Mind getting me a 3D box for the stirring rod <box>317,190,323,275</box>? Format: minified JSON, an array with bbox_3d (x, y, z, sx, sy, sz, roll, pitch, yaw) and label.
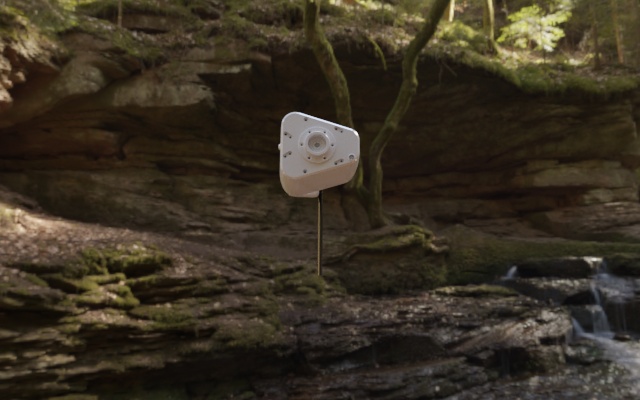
[{"bbox_3d":[0.000,0.003,0.792,0.011,0.239,0.011,1,-9,0],"label":"stirring rod"}]
